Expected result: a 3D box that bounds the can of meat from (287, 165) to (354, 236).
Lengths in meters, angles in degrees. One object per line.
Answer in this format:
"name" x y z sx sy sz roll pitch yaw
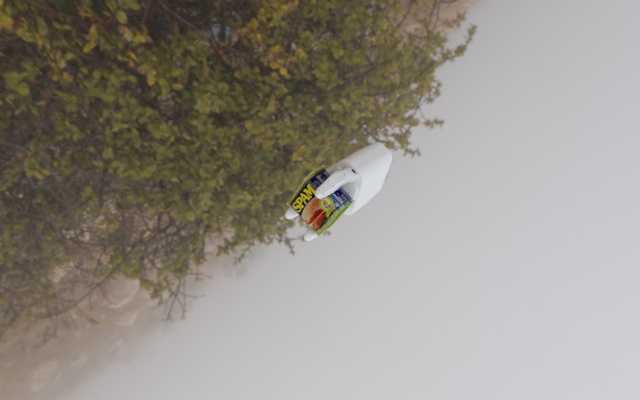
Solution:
"can of meat" 0.000 0.003 0.850 0.057 0.084 0.102 -34 -12 -46
